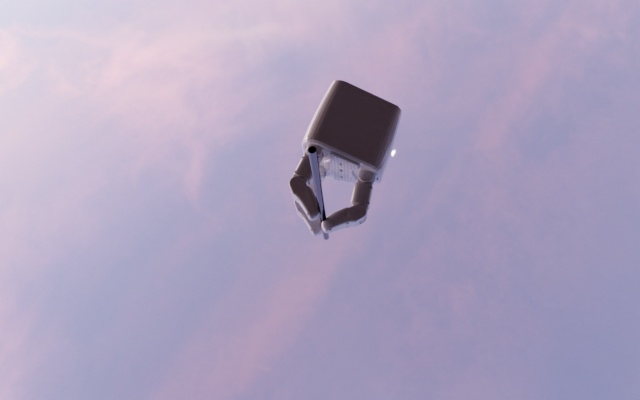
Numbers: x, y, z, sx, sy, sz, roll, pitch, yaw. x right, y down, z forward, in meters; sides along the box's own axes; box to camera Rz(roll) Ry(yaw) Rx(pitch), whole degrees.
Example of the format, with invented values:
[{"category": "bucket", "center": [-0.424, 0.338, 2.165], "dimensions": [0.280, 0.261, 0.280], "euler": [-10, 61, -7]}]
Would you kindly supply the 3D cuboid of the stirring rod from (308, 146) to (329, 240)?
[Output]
[{"category": "stirring rod", "center": [0.000, 0.002, 0.554], "dimensions": [0.011, 0.011, 0.240], "euler": [0, -24, 4]}]
